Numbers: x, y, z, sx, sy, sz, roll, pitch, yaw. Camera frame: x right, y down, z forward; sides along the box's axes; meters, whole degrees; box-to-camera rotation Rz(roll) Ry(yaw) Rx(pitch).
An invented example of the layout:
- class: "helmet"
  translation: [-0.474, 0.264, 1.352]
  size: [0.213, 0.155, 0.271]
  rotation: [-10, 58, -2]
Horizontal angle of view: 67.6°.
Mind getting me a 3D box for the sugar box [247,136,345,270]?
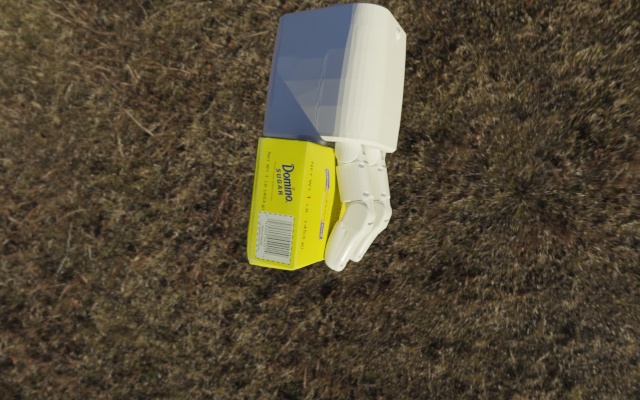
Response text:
- class: "sugar box"
  translation: [0.001, 0.001, 0.413]
  size: [0.048, 0.093, 0.176]
  rotation: [8, 4, 23]
